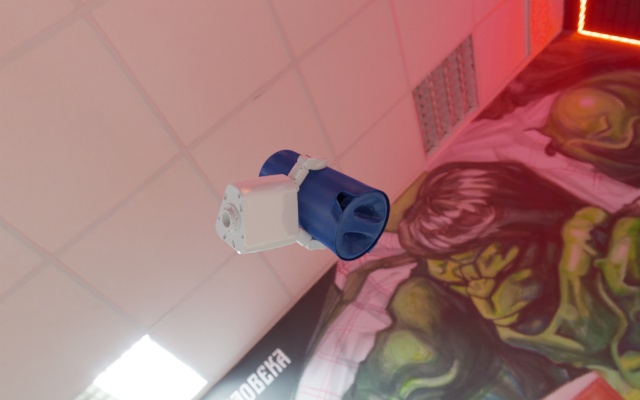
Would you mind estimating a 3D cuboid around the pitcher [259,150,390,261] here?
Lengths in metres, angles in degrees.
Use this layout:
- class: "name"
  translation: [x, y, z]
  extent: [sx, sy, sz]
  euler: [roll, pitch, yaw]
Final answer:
- class: "pitcher"
  translation: [0.000, 0.003, 0.873]
  extent: [0.145, 0.149, 0.242]
  euler: [-11, 32, -42]
